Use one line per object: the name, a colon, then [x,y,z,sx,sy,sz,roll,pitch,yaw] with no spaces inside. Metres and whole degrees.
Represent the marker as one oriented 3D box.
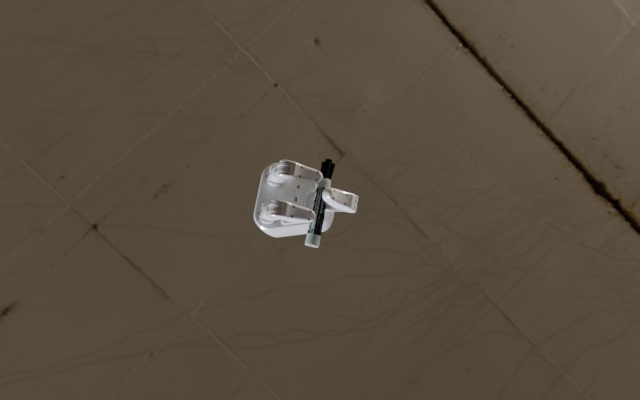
marker: [0.000,0.002,0.640,0.020,0.121,0.020,11,-12,2]
